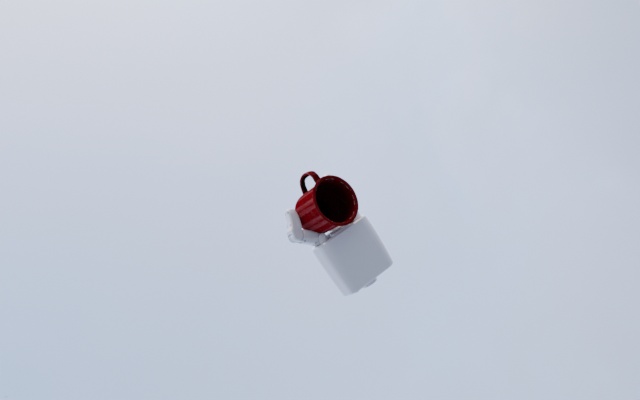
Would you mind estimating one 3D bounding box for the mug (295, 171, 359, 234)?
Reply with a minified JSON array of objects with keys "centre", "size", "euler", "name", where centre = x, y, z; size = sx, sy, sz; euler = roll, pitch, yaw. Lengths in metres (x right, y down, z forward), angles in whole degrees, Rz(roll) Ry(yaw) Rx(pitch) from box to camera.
[{"centre":[-0.001,0.002,0.848],"size":[0.093,0.117,0.081],"euler":[-33,0,-38],"name":"mug"}]
